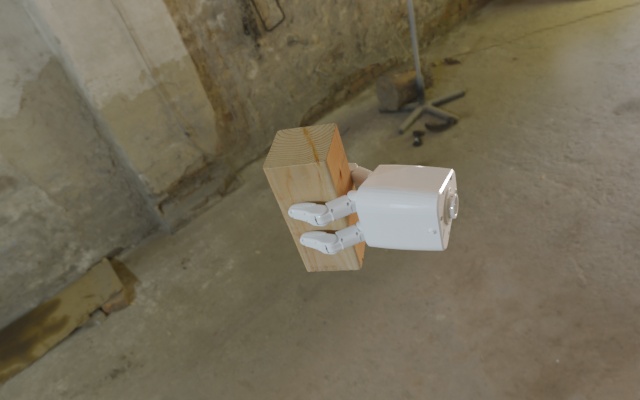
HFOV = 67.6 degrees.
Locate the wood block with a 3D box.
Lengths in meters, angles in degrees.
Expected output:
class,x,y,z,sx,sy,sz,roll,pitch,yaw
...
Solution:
class,x,y,z,sx,sy,sz,roll,pitch,yaw
wood block,0.001,0.002,0.697,0.090,0.206,0.090,-5,40,18
